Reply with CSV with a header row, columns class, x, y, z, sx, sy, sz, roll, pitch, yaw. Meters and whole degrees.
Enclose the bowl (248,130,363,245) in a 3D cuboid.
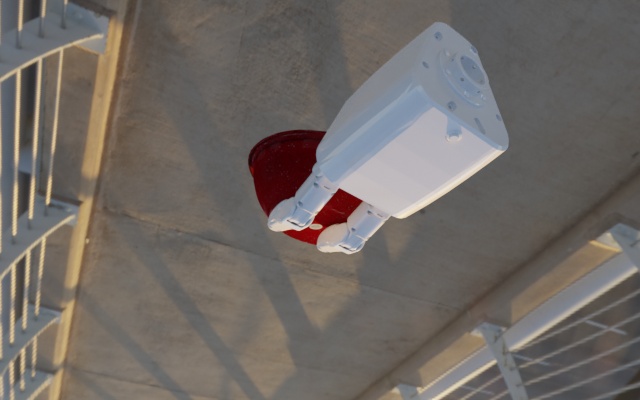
class,x,y,z,sx,sy,sz,roll,pitch,yaw
bowl,0.000,0.002,0.472,0.162,0.055,0.162,10,-28,6
